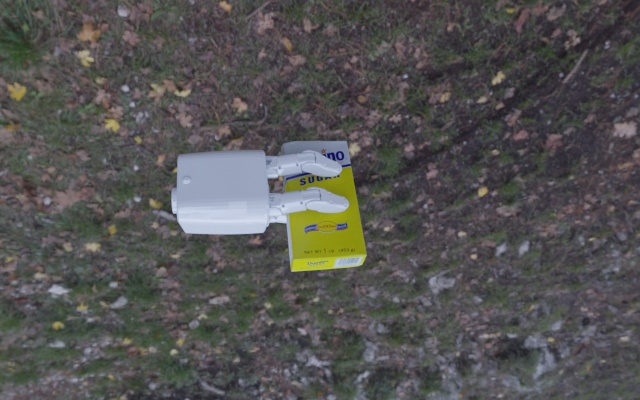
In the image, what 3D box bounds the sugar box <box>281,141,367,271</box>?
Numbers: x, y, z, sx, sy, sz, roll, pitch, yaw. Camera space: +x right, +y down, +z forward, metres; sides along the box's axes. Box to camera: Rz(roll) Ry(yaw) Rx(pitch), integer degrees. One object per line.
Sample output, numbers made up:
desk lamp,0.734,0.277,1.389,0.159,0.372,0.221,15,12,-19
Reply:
sugar box,0.000,0.002,0.628,0.093,0.176,0.048,-3,-28,-10
